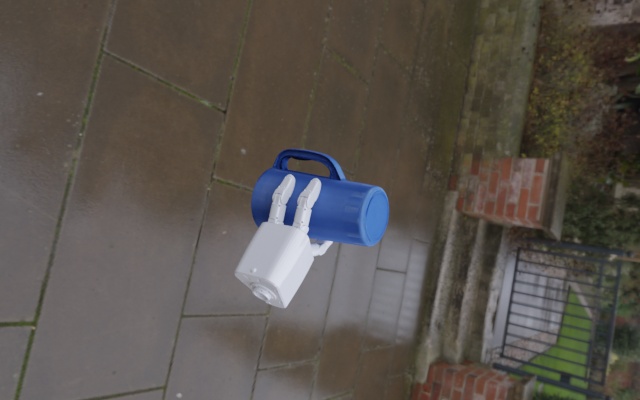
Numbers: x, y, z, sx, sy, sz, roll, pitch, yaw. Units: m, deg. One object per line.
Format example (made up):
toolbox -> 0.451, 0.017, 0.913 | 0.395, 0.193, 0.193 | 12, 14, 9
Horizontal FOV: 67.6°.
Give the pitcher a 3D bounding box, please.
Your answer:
pitcher -> 0.000, 0.003, 0.896 | 0.243, 0.145, 0.149 | 8, -38, 33
